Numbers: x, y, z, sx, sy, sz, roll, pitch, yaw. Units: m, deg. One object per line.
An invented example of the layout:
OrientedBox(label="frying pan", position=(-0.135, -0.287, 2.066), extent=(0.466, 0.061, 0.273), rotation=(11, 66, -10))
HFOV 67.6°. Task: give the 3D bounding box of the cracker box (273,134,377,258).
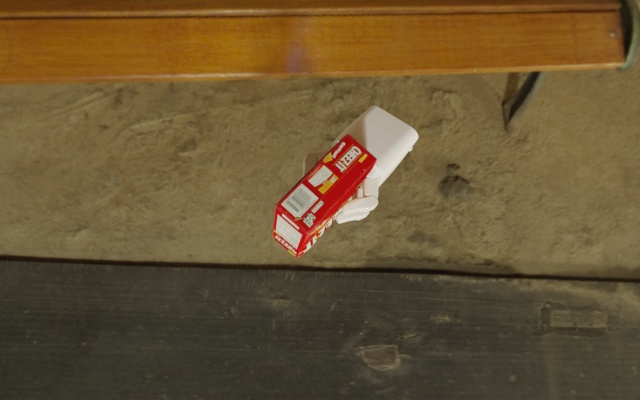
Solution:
OrientedBox(label="cracker box", position=(0.000, 0.002, 0.805), extent=(0.072, 0.164, 0.214), rotation=(42, -17, 6))
